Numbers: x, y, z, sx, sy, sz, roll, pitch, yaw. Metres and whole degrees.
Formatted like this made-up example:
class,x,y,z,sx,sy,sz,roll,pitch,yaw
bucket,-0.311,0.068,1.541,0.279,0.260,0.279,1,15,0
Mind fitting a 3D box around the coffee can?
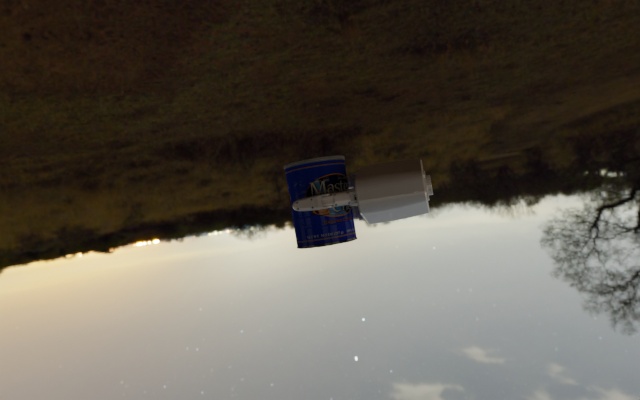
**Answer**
class,x,y,z,sx,sy,sz,roll,pitch,yaw
coffee can,0.000,0.002,0.797,0.103,0.140,0.103,-9,-1,0
